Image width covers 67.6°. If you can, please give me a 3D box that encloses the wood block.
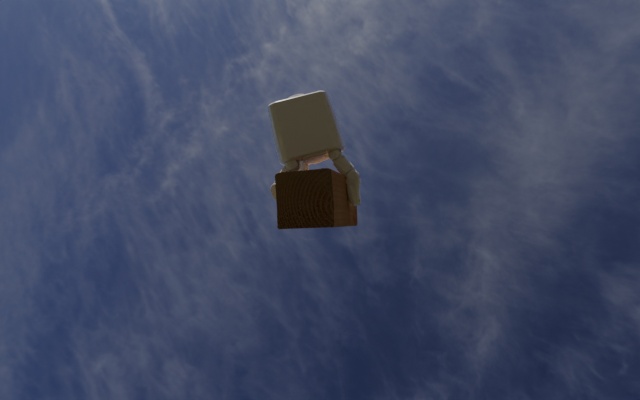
[{"bbox_3d":[0.000,0.002,0.815,0.091,0.090,0.206,-4,-3,14],"label":"wood block"}]
